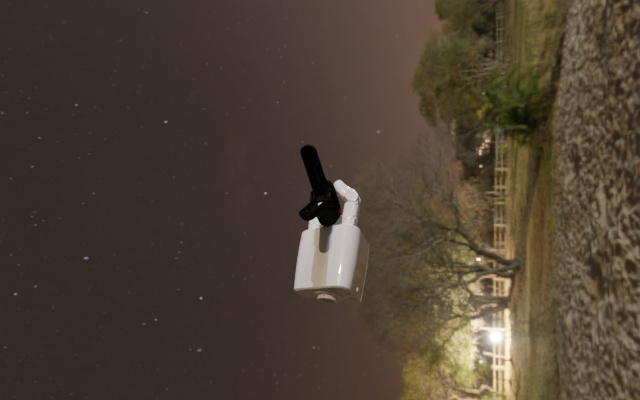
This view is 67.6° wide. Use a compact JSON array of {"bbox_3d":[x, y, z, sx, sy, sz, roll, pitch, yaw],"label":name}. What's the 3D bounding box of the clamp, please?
[{"bbox_3d":[0.000,0.003,0.770,0.039,0.120,0.172,-1,-29,21],"label":"clamp"}]
